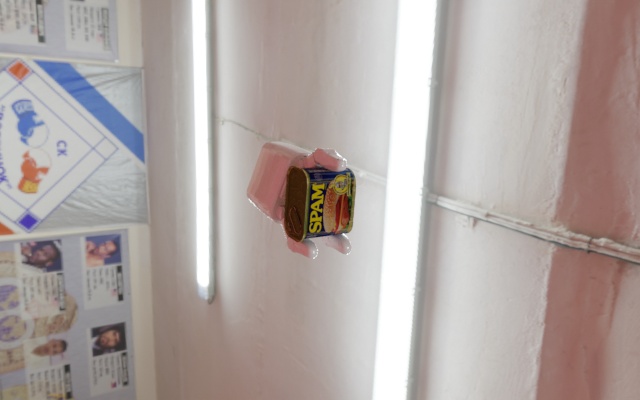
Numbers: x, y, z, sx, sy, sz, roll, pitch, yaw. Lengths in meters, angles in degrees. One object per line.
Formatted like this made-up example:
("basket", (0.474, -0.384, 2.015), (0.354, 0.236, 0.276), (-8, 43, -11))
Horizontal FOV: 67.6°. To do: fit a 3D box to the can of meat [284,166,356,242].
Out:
("can of meat", (0.000, 0.002, 0.669), (0.084, 0.102, 0.057), (-5, 17, -32))
